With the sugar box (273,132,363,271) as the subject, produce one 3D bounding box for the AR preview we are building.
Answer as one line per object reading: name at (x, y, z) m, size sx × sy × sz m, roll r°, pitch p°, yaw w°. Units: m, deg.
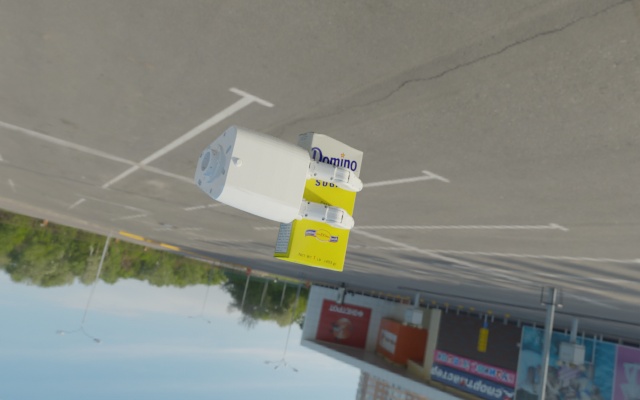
sugar box at (0.000, 0.002, 0.660) m, size 0.093 × 0.176 × 0.048 m, roll 18°, pitch -12°, yaw -33°
